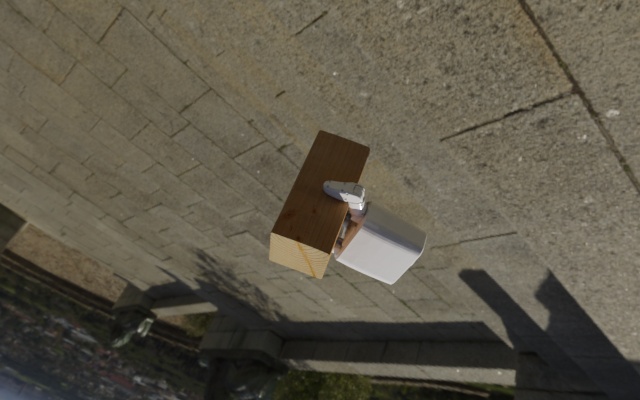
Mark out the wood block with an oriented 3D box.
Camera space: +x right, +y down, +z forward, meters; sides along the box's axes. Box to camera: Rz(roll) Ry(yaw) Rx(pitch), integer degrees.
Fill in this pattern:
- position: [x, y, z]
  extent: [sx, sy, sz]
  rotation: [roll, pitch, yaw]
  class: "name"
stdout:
- position: [0.000, 0.003, 0.748]
  extent: [0.090, 0.206, 0.091]
  rotation: [20, -33, 4]
  class: "wood block"
